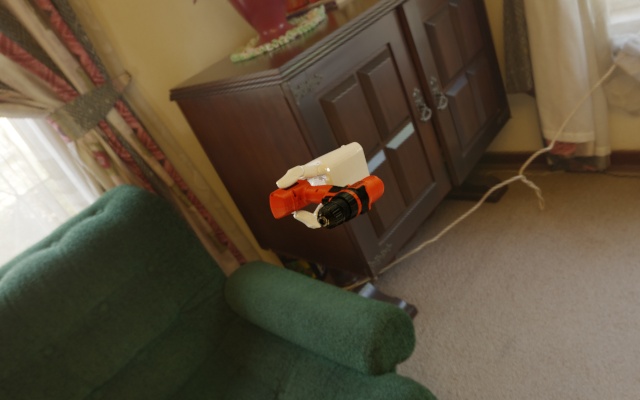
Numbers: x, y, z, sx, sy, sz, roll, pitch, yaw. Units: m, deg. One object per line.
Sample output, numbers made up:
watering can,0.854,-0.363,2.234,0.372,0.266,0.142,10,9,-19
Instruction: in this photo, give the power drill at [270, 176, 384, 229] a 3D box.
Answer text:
power drill,0.000,0.003,0.876,0.187,0.057,0.184,2,20,36
